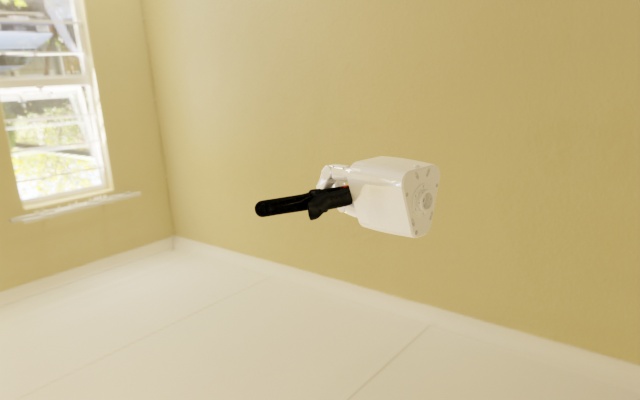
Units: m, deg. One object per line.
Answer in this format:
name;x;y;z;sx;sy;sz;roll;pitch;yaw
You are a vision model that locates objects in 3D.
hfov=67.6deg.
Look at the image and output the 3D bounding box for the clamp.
clamp;0.000;0.003;0.725;0.171;0.039;0.120;-15;19;-39
